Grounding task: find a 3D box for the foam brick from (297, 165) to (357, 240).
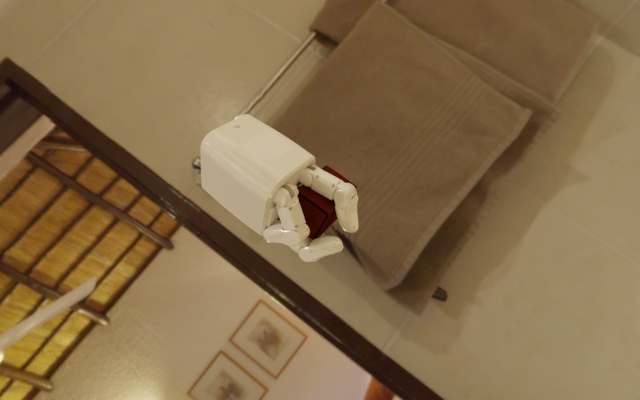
[{"bbox_3d":[0.000,0.002,0.599,0.051,0.053,0.078,36,40,11],"label":"foam brick"}]
